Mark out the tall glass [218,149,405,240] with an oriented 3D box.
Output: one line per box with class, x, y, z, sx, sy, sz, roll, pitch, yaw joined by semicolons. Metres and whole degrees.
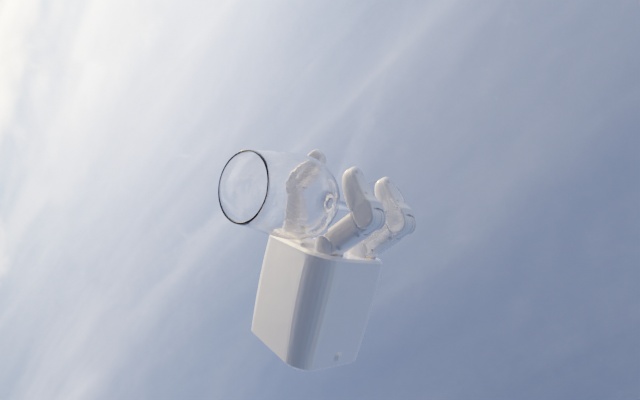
tall glass;0.000;0.001;0.460;0.079;0.079;0.201;0;-8;40
